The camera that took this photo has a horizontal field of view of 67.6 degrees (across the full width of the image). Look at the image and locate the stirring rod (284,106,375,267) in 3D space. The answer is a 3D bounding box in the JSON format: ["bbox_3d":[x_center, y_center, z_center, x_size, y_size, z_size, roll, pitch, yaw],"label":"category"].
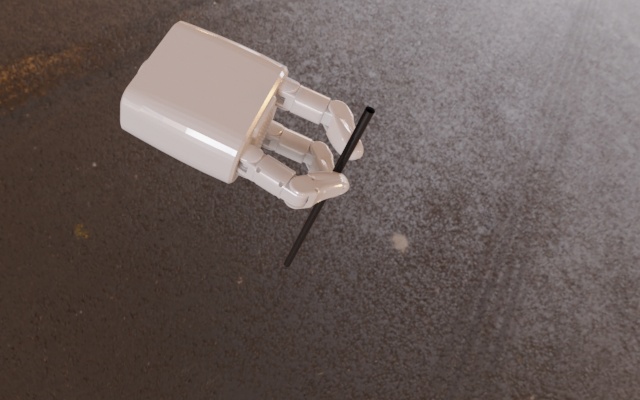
[{"bbox_3d":[0.000,0.002,0.458,0.011,0.011,0.240,0,-36,-23],"label":"stirring rod"}]
